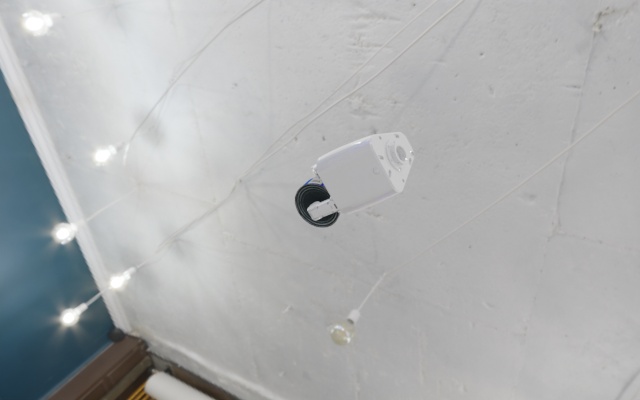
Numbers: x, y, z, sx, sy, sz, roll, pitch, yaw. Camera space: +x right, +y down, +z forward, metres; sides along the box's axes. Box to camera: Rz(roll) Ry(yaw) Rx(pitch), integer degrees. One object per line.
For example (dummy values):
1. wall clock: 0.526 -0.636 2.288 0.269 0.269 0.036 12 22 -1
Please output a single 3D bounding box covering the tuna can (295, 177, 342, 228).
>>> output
1. tuna can: 0.000 0.002 0.835 0.086 0.086 0.033 0 27 30
